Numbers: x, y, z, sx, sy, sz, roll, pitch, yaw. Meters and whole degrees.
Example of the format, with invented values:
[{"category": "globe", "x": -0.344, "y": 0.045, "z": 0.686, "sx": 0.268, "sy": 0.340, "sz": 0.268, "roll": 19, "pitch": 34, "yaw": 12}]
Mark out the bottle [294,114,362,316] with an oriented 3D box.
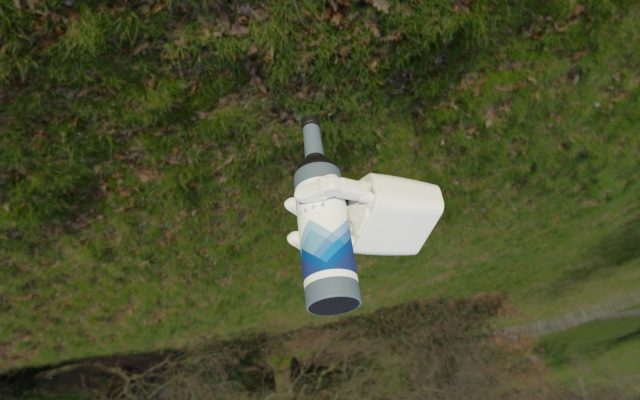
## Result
[{"category": "bottle", "x": 0.000, "y": 0.002, "z": 0.644, "sx": 0.069, "sy": 0.295, "sz": 0.069, "roll": -5, "pitch": -32, "yaw": -3}]
